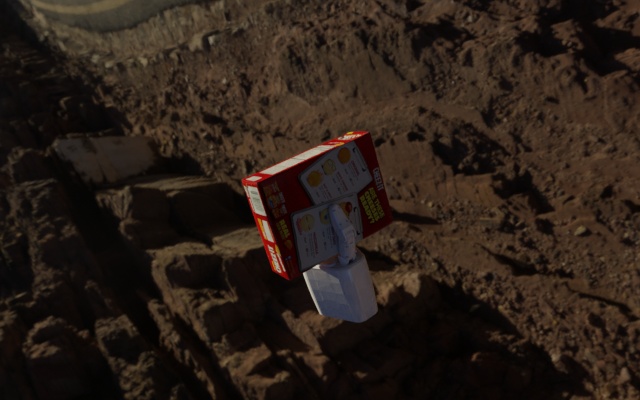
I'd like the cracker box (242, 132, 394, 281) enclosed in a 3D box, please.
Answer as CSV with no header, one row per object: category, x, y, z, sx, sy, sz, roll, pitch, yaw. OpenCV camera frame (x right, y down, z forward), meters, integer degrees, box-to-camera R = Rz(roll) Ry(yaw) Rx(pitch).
cracker box,0.000,0.003,0.763,0.213,0.164,0.072,-27,21,-27
